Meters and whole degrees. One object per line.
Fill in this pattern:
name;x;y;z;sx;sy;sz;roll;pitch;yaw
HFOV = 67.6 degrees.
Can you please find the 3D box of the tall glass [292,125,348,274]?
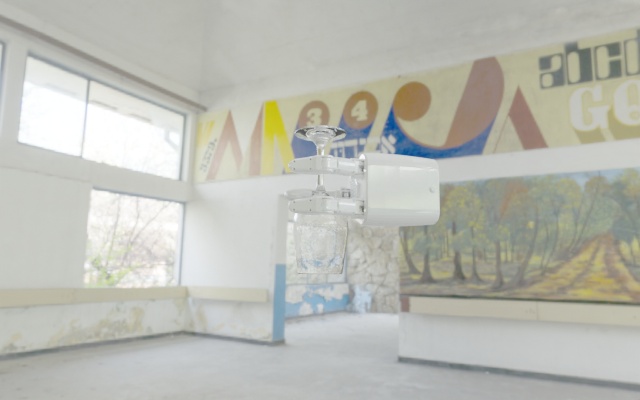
tall glass;0.000;0.002;0.670;0.079;0.201;0.079;1;-8;0
